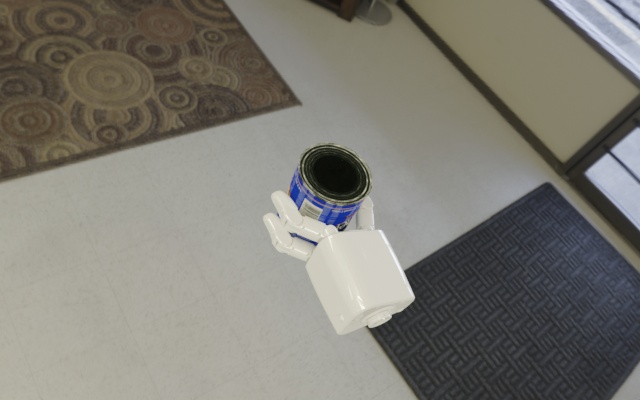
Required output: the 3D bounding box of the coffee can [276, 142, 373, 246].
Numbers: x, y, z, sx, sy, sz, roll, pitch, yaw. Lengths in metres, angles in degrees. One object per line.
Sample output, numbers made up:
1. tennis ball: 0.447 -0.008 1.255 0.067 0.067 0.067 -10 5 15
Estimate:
1. coffee can: 0.000 0.002 0.675 0.103 0.102 0.140 0 -34 -20
